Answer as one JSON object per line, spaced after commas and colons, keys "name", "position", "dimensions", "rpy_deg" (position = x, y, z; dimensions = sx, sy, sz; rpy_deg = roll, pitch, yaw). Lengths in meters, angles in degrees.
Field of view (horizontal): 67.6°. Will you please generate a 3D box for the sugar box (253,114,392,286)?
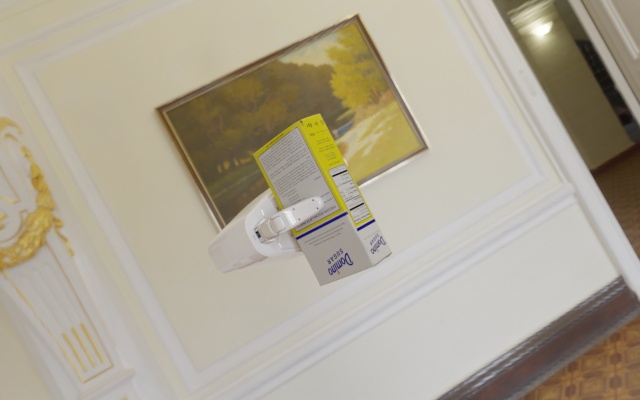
{"name": "sugar box", "position": [0.000, 0.002, 0.544], "dimensions": [0.093, 0.176, 0.048], "rpy_deg": [-29, 0, 44]}
